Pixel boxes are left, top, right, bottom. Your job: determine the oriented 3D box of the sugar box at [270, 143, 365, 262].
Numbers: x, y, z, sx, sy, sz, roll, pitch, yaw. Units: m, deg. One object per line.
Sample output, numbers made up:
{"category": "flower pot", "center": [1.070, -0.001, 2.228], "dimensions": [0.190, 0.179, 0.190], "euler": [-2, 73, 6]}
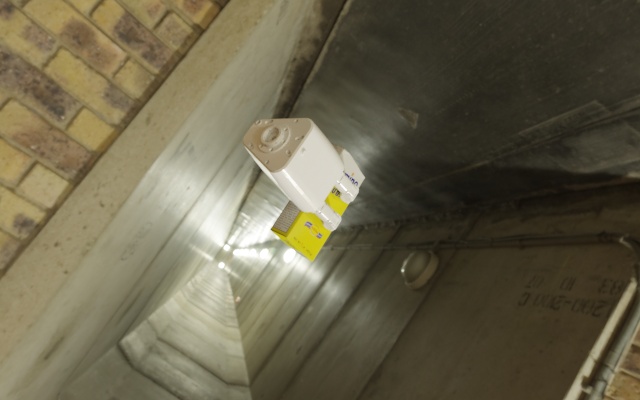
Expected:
{"category": "sugar box", "center": [0.000, 0.003, 0.786], "dimensions": [0.048, 0.176, 0.093], "euler": [24, -16, 39]}
